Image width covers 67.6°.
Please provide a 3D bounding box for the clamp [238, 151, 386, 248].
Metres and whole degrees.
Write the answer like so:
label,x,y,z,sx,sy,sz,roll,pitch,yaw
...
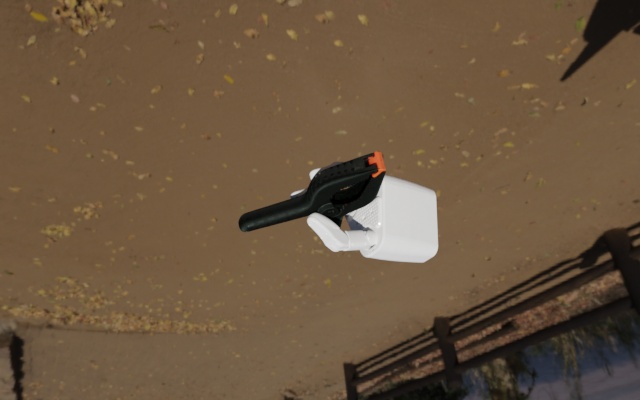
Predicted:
label,x,y,z,sx,sy,sz,roll,pitch,yaw
clamp,0.001,0.003,0.625,0.164,0.036,0.210,9,-35,-32
